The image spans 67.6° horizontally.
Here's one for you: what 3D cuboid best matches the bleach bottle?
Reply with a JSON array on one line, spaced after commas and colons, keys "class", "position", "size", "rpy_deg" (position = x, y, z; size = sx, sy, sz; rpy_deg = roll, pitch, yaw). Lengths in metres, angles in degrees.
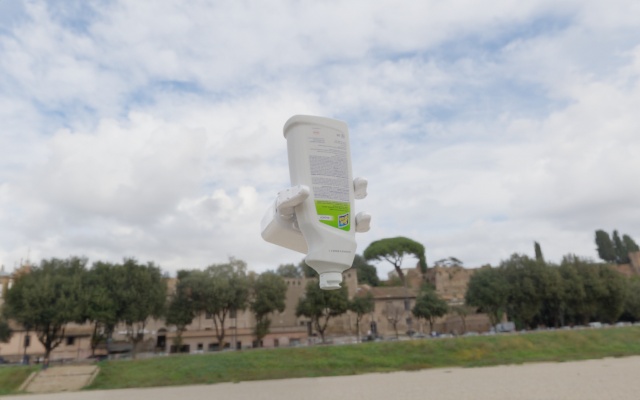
[{"class": "bleach bottle", "position": [0.000, 0.002, 0.698], "size": [0.102, 0.250, 0.068], "rpy_deg": [4, -20, -20]}]
